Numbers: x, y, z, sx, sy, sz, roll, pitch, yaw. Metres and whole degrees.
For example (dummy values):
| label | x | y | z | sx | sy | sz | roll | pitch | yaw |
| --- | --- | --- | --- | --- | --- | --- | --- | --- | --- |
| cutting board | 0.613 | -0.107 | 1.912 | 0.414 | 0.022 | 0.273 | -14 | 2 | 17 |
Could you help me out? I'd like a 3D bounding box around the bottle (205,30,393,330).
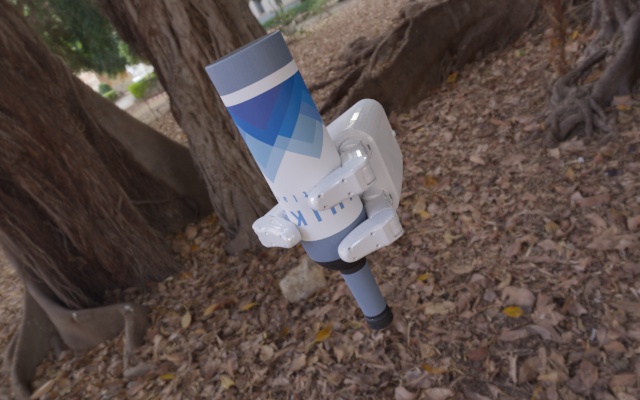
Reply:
| label | x | y | z | sx | sy | sz | roll | pitch | yaw |
| --- | --- | --- | --- | --- | --- | --- | --- | --- | --- |
| bottle | 0.000 | 0.001 | 0.432 | 0.069 | 0.296 | 0.069 | -23 | 23 | 10 |
